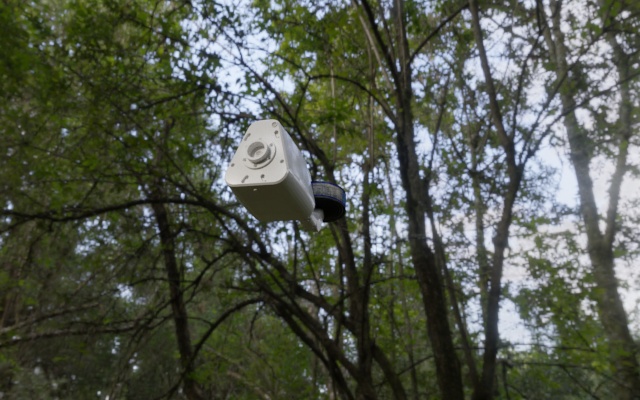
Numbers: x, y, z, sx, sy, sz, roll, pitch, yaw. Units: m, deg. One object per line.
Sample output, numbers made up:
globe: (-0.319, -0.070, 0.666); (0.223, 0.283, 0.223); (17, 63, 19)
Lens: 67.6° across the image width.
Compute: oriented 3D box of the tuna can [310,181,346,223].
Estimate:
tuna can: (0.000, 0.002, 0.791); (0.086, 0.033, 0.086); (3, -30, 2)
